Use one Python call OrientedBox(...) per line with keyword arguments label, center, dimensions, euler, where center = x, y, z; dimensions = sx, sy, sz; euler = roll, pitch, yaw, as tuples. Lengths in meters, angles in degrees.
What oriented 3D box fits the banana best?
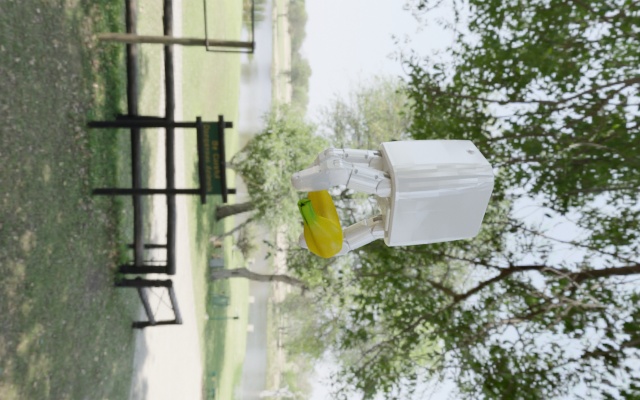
OrientedBox(label="banana", center=(0.003, 0.020, 0.509), dimensions=(0.037, 0.069, 0.198), euler=(-8, 6, 1))
